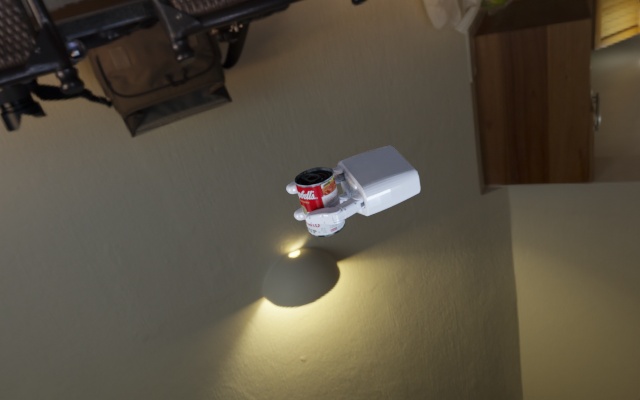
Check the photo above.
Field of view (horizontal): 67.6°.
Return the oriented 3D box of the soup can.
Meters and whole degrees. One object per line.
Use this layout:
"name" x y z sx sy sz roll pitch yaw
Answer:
"soup can" 0.000 0.003 0.820 0.068 0.102 0.068 -11 27 6
